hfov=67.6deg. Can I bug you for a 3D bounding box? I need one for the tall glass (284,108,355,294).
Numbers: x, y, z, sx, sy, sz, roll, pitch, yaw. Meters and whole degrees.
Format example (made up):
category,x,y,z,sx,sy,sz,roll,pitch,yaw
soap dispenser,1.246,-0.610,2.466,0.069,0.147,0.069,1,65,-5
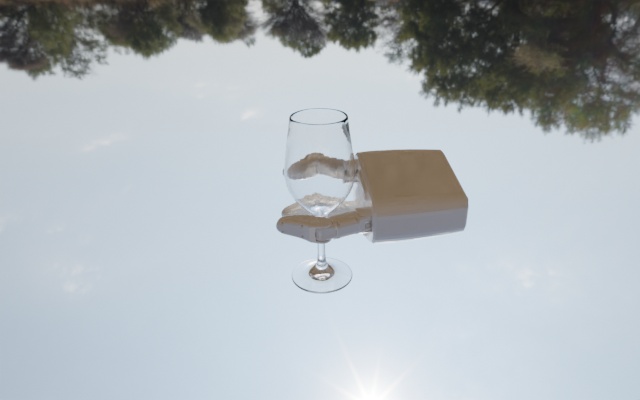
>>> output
category,x,y,z,sx,sy,sz,roll,pitch,yaw
tall glass,0.000,0.002,0.539,0.079,0.201,0.079,-1,26,1
